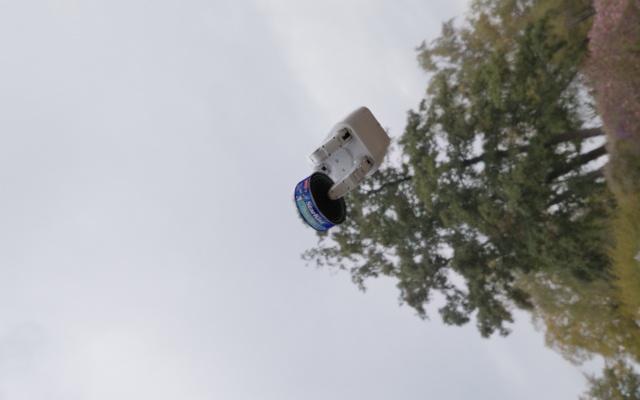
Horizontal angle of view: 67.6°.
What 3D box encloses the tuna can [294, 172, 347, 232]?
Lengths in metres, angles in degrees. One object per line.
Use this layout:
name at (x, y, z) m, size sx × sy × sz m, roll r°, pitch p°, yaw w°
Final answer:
tuna can at (0.000, 0.003, 0.712) m, size 0.034 × 0.086 × 0.086 m, roll -28°, pitch -15°, yaw 30°
